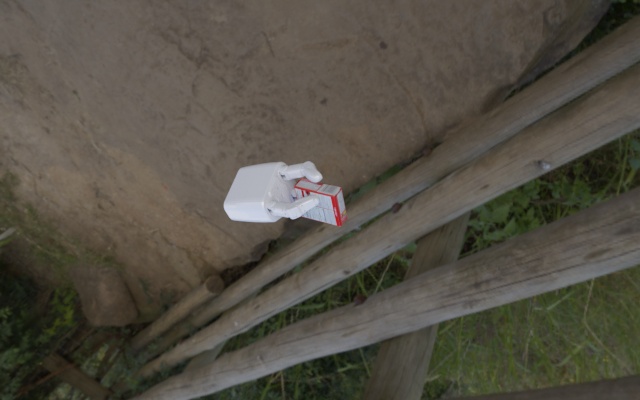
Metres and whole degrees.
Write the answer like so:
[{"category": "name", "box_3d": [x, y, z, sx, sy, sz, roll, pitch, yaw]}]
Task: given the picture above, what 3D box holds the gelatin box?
[{"category": "gelatin box", "box_3d": [0.000, 0.003, 0.864, 0.089, 0.073, 0.030, 14, 45, 30]}]
